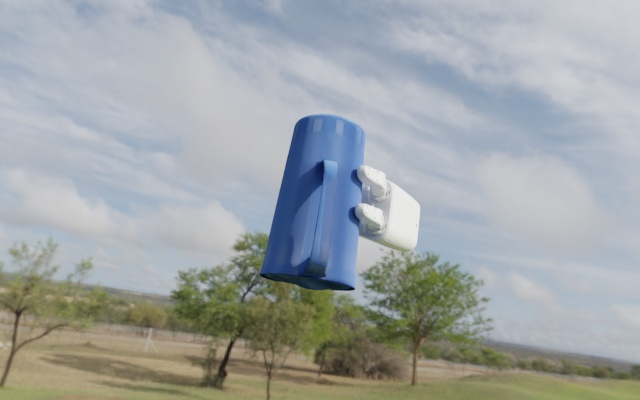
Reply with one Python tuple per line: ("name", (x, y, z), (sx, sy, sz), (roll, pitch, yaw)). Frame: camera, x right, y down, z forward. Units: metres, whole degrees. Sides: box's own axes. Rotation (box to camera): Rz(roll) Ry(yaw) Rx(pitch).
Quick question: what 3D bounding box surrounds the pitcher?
("pitcher", (0.000, 0.002, 0.677), (0.149, 0.242, 0.145), (-4, -19, 39))
